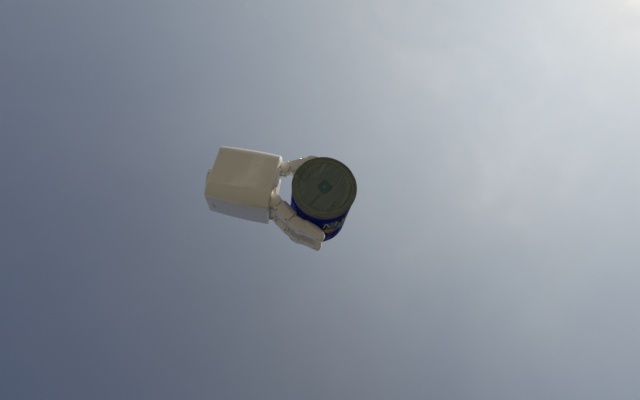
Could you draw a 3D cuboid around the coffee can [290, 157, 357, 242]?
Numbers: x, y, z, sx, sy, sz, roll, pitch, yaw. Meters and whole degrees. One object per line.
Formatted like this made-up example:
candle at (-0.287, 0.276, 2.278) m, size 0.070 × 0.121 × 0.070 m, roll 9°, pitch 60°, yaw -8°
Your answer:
coffee can at (0.000, 0.003, 0.805) m, size 0.103 × 0.102 × 0.140 m, roll 0°, pitch -21°, yaw -5°
